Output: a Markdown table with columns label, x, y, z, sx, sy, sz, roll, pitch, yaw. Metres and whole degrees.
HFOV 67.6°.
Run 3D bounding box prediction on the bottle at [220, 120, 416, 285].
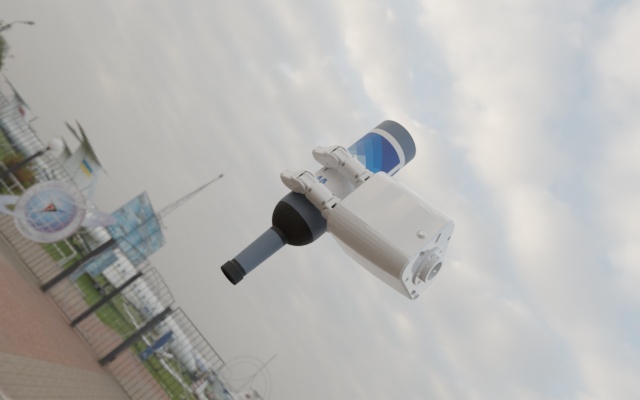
| label | x | y | z | sx | sy | sz | roll | pitch | yaw |
| --- | --- | --- | --- | --- | --- | --- | --- | --- | --- |
| bottle | 0.000 | 0.002 | 0.600 | 0.295 | 0.069 | 0.069 | -39 | 17 | -23 |
